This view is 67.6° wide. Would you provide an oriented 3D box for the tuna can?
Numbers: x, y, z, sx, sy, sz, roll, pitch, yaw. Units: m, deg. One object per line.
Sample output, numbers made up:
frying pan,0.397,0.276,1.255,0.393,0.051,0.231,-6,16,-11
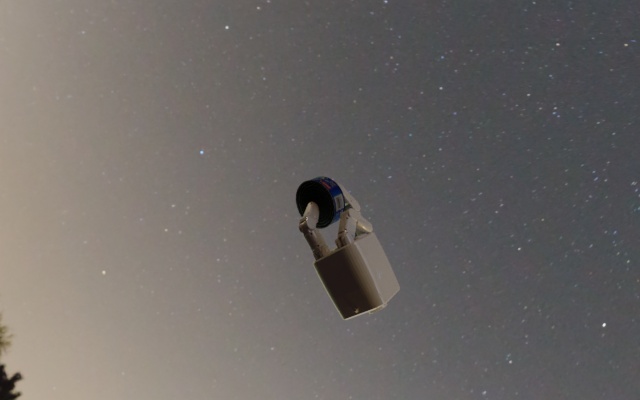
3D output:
tuna can,0.000,0.002,0.819,0.086,0.086,0.033,0,17,41
